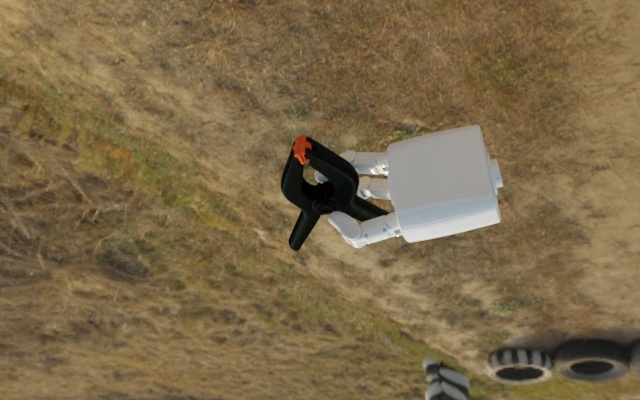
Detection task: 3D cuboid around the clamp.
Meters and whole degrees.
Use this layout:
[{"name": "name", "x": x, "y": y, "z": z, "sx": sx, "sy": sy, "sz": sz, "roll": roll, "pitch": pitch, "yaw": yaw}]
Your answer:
[{"name": "clamp", "x": 0.000, "y": 0.002, "z": 0.602, "sx": 0.164, "sy": 0.036, "sz": 0.210, "roll": -15, "pitch": -40, "yaw": 19}]
